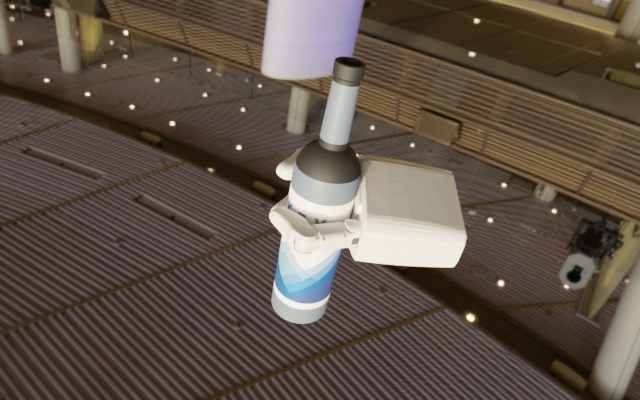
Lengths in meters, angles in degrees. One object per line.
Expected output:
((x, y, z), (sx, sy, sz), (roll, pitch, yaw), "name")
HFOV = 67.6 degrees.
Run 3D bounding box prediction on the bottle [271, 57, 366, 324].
((0.000, 0.002, 0.489), (0.069, 0.296, 0.069), (8, 34, -6), "bottle")
